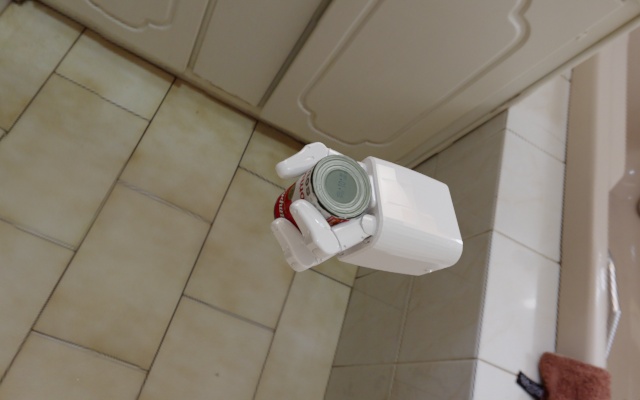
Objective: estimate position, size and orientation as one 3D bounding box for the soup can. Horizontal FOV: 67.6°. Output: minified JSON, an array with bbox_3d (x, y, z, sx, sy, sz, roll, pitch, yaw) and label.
[{"bbox_3d":[0.000,0.001,0.499,0.068,0.068,0.102,0,-18,-27],"label":"soup can"}]
